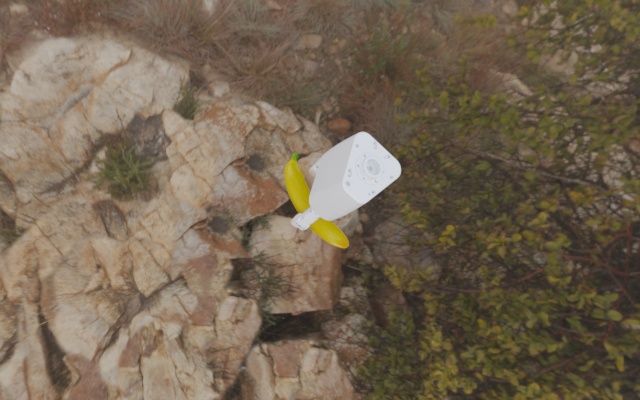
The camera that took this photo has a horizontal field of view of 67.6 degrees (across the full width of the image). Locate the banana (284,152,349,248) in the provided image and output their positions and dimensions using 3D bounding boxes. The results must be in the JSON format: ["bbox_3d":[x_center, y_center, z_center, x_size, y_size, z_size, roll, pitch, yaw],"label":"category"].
[{"bbox_3d":[-0.014,0.006,0.849,0.069,0.198,0.037,-27,-1,-39],"label":"banana"}]
